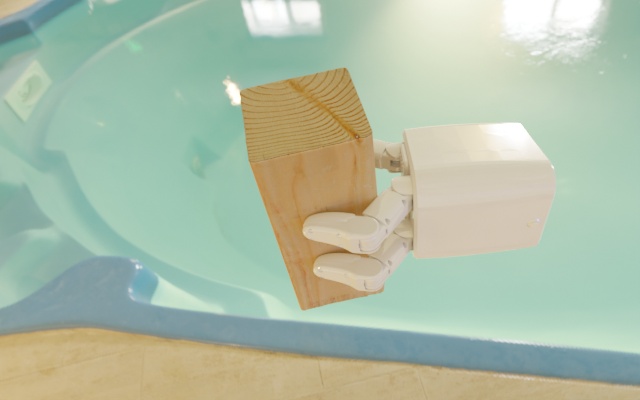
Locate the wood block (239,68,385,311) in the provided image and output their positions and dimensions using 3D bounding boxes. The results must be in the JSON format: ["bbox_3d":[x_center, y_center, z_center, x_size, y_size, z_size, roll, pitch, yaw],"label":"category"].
[{"bbox_3d":[0.000,0.001,0.428,0.090,0.090,0.206,-13,-43,-1],"label":"wood block"}]
